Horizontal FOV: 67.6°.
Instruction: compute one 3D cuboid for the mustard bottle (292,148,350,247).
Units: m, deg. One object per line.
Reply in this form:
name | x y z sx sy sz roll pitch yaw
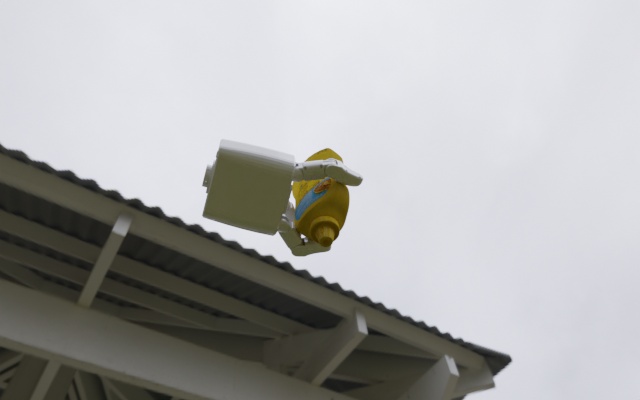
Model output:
mustard bottle | 0.000 0.002 0.705 0.058 0.096 0.191 37 23 -24
